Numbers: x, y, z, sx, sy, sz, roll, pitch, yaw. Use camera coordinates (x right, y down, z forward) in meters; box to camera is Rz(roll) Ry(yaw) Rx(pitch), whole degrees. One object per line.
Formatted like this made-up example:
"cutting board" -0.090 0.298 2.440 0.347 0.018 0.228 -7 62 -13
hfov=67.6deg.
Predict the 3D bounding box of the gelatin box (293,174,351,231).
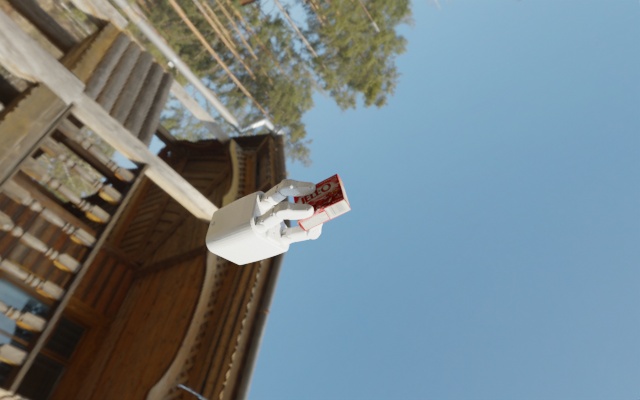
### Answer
"gelatin box" 0.001 0.003 0.804 0.089 0.030 0.073 -26 38 10
